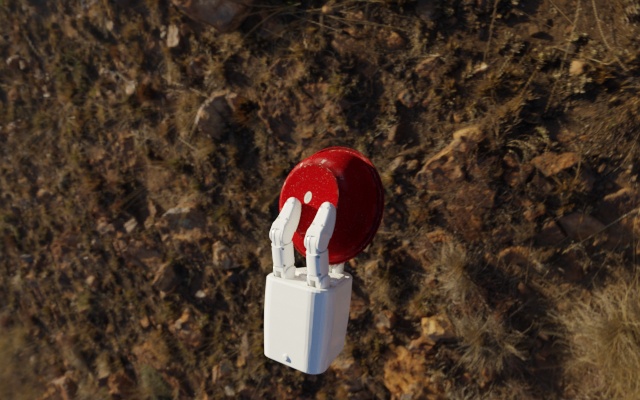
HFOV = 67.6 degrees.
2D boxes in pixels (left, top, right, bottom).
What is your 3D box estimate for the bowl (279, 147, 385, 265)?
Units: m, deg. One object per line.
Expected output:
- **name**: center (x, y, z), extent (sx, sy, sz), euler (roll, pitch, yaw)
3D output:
- **bowl**: center (0.000, 0.001, 0.625), extent (0.162, 0.162, 0.055), euler (0, -9, 35)
